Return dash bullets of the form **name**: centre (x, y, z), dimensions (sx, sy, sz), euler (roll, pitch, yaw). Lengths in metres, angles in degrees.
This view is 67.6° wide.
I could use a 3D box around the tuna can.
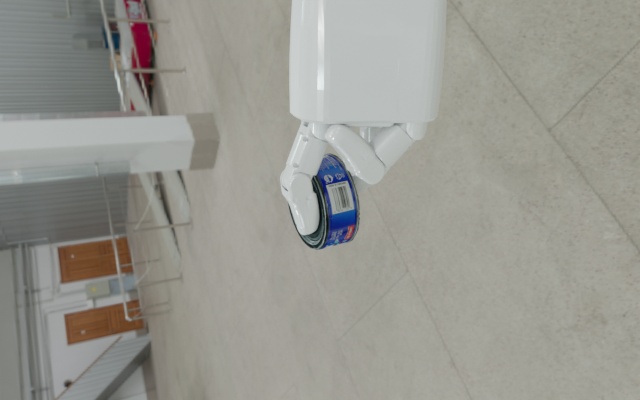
- **tuna can**: centre (0.000, 0.002, 0.440), dimensions (0.034, 0.086, 0.086), euler (-13, 5, -25)
